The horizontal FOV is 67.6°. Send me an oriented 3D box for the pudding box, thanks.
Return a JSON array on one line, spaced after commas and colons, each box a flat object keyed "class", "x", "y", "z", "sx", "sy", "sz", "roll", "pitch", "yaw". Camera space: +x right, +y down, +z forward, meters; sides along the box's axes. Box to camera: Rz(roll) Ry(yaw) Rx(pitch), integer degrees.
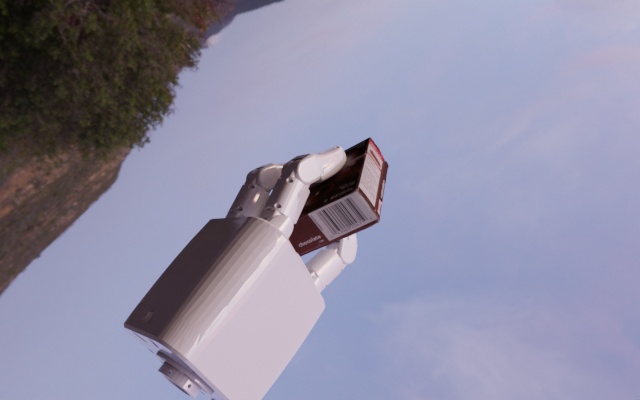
[{"class": "pudding box", "x": 0.000, "y": 0.002, "z": 0.413, "sx": 0.113, "sy": 0.039, "sz": 0.090, "roll": -24, "pitch": 26, "yaw": 26}]
